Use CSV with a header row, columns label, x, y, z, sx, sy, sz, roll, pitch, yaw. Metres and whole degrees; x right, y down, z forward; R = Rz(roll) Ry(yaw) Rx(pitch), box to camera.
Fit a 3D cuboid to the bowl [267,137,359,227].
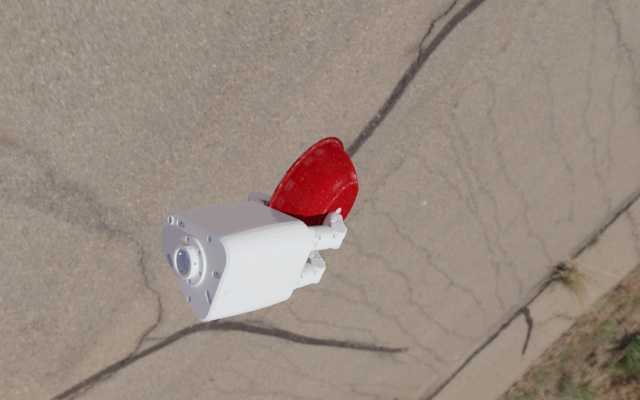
label,x,y,z,sx,sy,sz,roll,pitch,yaw
bowl,0.001,0.002,0.610,0.055,0.162,0.162,34,12,19
